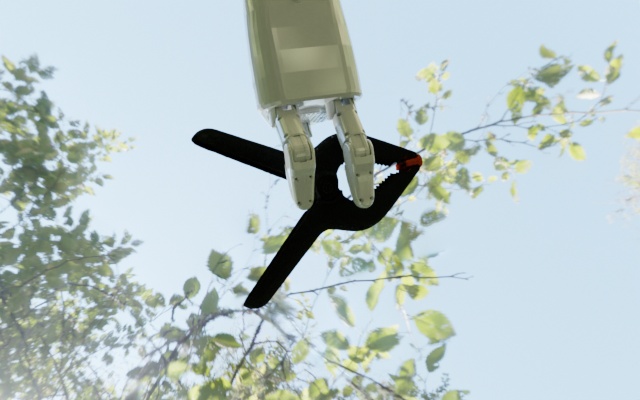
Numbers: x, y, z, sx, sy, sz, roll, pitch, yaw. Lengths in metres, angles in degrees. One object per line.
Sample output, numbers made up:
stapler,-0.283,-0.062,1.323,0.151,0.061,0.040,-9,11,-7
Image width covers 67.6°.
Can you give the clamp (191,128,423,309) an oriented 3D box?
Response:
clamp,0.000,0.001,0.445,0.210,0.164,0.036,-10,-1,-15
